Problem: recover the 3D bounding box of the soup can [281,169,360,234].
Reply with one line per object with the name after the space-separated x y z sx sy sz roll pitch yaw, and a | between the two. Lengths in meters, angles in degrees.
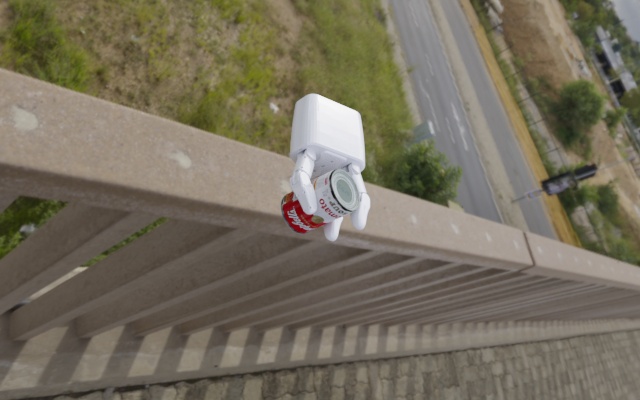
0.000 0.003 0.711 0.102 0.068 0.068 -26 -16 35 | soup can
